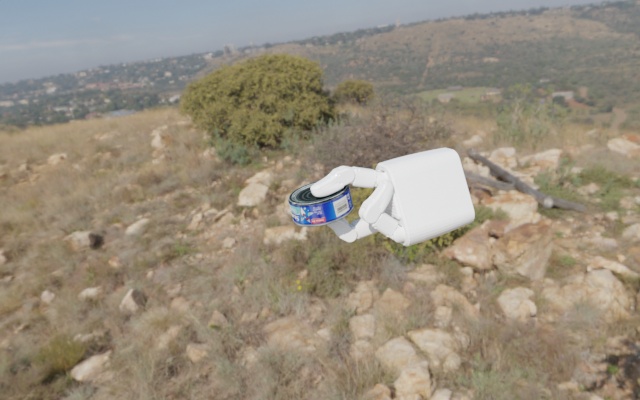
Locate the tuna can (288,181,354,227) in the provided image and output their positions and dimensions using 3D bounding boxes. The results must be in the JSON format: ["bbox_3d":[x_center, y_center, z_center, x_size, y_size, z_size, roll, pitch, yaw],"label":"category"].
[{"bbox_3d":[0.000,0.002,0.650,0.086,0.034,0.086,-12,21,5],"label":"tuna can"}]
